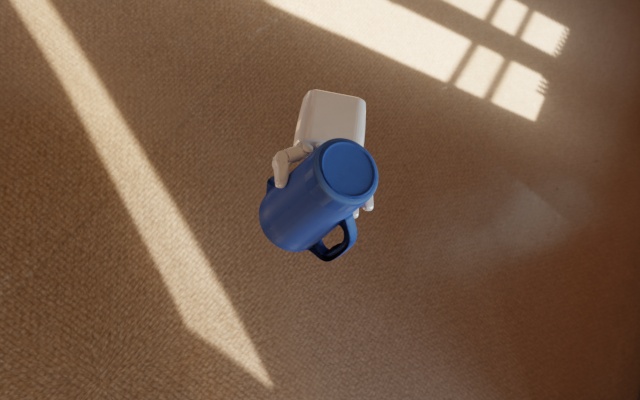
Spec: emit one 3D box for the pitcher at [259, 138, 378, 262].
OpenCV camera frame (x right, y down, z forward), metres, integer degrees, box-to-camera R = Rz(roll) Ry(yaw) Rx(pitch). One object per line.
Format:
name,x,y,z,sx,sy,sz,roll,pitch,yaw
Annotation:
pitcher,0.000,0.002,0.797,0.149,0.145,0.243,16,-25,-19
